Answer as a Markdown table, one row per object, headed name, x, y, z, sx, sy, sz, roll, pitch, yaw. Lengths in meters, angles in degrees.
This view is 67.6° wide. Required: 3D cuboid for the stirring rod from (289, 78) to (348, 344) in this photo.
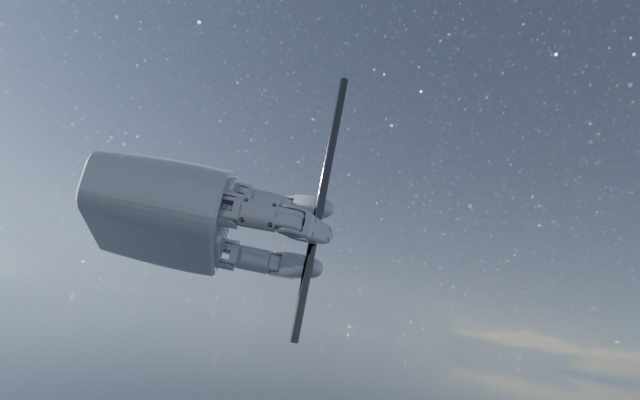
| name | x | y | z | sx | sy | sz | roll | pitch | yaw |
| --- | --- | --- | --- | --- | --- | --- | --- | --- | --- |
| stirring rod | 0.000 | 0.001 | 0.418 | 0.011 | 0.239 | 0.011 | 10 | -14 | 3 |
